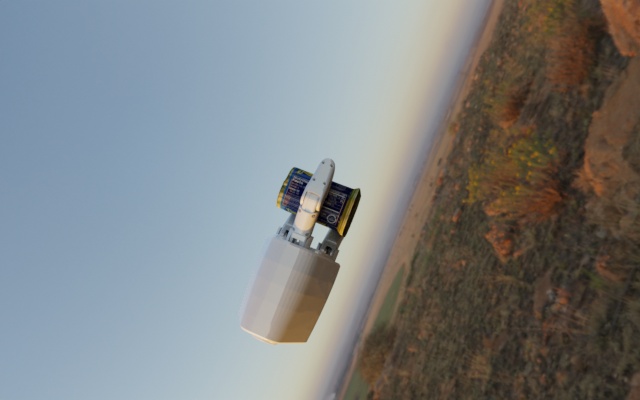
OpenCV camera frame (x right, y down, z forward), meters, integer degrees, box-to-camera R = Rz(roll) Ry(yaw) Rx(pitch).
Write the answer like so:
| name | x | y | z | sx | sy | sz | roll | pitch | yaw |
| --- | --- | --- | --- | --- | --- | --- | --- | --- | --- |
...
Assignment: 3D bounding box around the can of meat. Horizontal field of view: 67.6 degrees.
| name | x | y | z | sx | sy | sz | roll | pitch | yaw |
| --- | --- | --- | --- | --- | --- | --- | --- | --- | --- |
| can of meat | 0.000 | 0.002 | 0.578 | 0.084 | 0.057 | 0.102 | 21 | -4 | 8 |
